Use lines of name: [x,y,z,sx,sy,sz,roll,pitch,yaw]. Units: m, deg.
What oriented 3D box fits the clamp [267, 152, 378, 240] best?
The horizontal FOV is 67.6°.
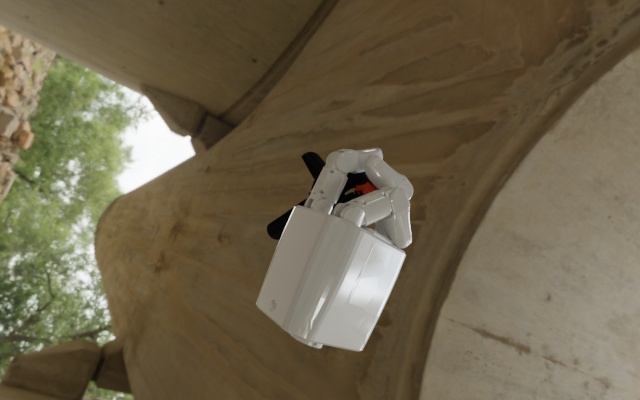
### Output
clamp: [0.001,0.002,0.537,0.039,0.120,0.171,27,-6,-28]
